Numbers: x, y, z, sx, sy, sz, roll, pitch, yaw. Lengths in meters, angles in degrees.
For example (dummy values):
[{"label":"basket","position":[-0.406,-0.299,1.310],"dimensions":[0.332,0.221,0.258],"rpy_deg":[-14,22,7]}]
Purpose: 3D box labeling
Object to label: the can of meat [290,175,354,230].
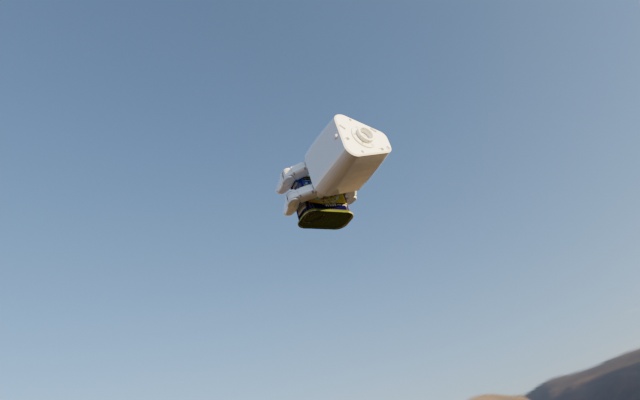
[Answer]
[{"label":"can of meat","position":[0.000,0.003,0.880],"dimensions":[0.102,0.084,0.057],"rpy_deg":[4,-38,-29]}]
